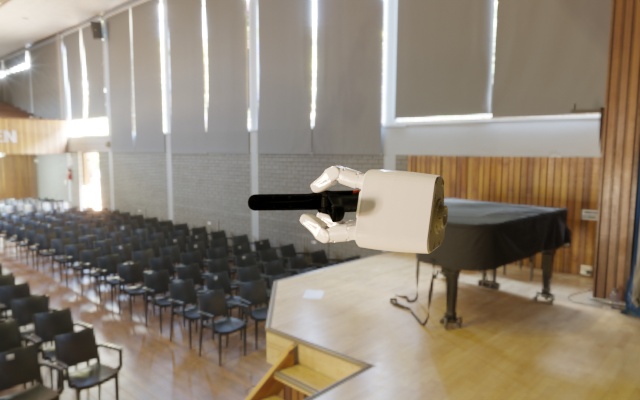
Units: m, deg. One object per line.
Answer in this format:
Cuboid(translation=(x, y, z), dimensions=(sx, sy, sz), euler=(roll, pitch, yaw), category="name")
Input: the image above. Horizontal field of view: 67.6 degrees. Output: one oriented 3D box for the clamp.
Cuboid(translation=(0.001, 0.002, 0.757), dimensions=(0.164, 0.036, 0.210), euler=(7, 8, 27), category="clamp")
